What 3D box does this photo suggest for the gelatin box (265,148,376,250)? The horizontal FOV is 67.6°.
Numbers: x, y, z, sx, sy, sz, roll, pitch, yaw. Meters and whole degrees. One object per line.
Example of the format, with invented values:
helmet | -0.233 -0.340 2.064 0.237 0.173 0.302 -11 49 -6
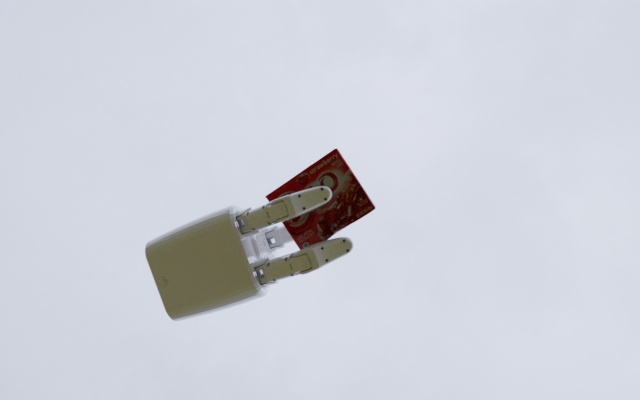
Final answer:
gelatin box | 0.000 0.001 0.488 0.089 0.073 0.030 -33 -2 5
